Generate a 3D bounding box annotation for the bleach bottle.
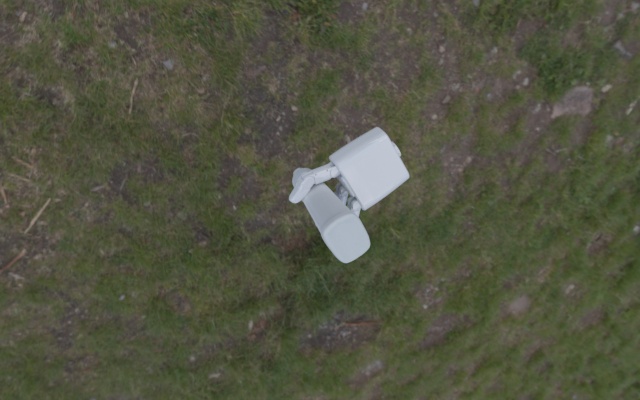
[{"bbox_3d":[0.000,0.003,0.873,0.068,0.103,0.250,-34,39,-2],"label":"bleach bottle"}]
